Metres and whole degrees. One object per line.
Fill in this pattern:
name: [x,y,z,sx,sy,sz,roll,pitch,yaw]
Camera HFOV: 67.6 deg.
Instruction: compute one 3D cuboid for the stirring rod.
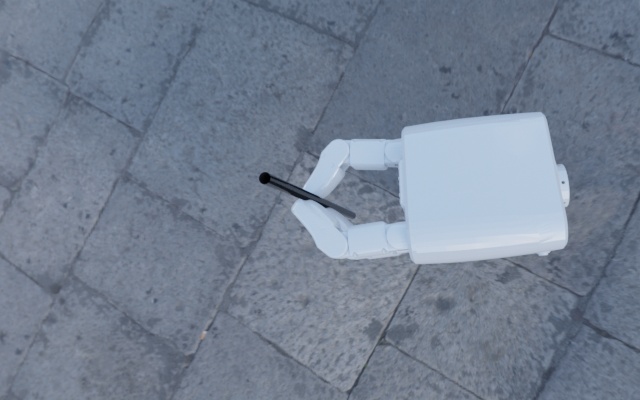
stirring rod: [0.000,0.001,0.416,0.011,0.011,0.239,0,-7,17]
